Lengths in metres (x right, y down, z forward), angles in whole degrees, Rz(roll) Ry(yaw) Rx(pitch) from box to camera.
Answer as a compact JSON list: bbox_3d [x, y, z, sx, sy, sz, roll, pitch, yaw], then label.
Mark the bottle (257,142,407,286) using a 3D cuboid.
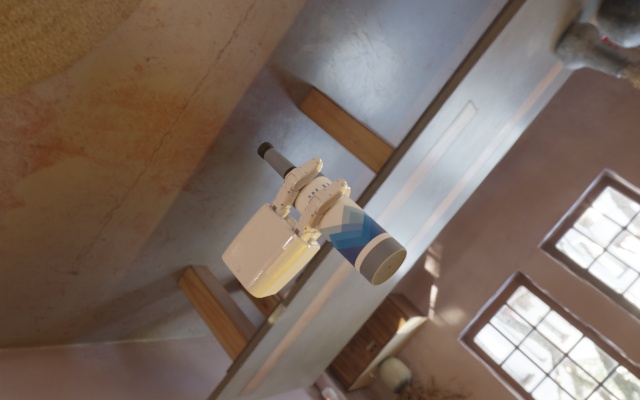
[{"bbox_3d":[0.000,0.002,0.710,0.295,0.069,0.069,43,25,30],"label":"bottle"}]
